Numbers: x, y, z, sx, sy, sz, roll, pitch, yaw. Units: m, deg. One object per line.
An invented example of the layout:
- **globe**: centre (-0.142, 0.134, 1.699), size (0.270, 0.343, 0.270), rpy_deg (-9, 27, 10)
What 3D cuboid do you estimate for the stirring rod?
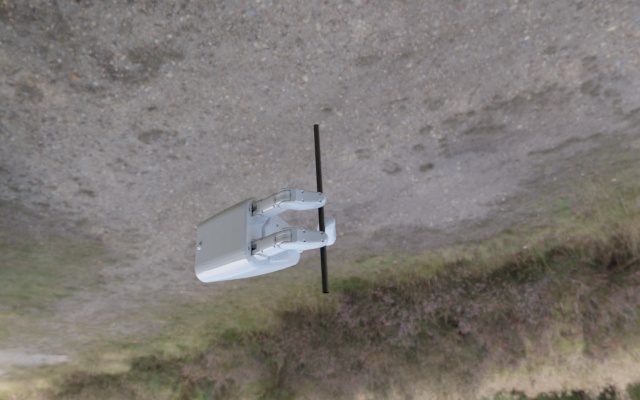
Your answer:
- **stirring rod**: centre (0.000, 0.002, 0.621), size (0.011, 0.239, 0.011), rpy_deg (-3, -26, -1)
